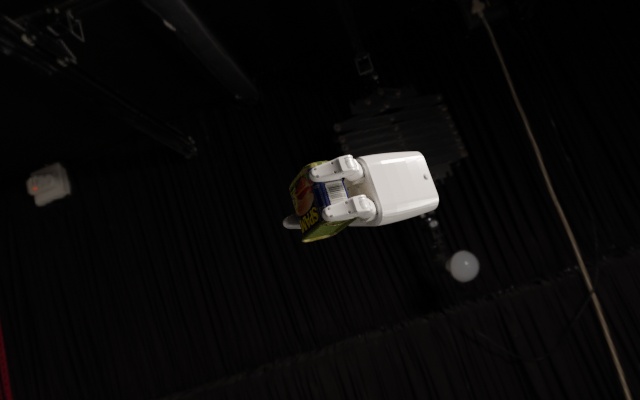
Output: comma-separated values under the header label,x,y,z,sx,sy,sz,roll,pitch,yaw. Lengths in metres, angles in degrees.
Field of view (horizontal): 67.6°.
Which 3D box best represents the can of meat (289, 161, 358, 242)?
label,x,y,z,sx,sy,sz,roll,pitch,yaw
can of meat,0.000,0.002,0.658,0.057,0.084,0.102,-11,-15,-24
